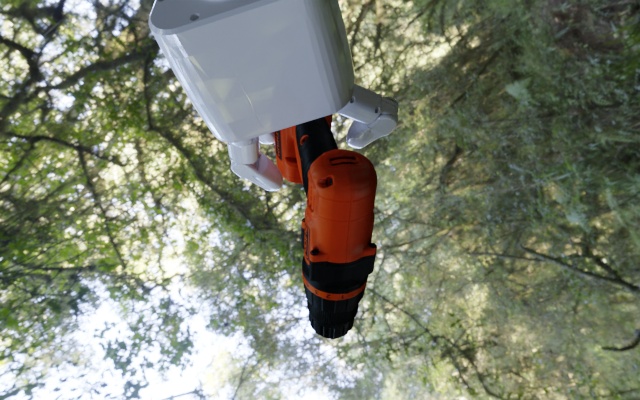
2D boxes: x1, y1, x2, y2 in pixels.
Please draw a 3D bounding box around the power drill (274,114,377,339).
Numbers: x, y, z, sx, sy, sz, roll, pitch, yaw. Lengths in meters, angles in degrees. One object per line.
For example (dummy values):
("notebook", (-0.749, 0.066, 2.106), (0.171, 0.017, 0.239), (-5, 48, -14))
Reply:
("power drill", (0.000, 0.001, 0.414), (0.057, 0.185, 0.187), (-6, 41, -12))
